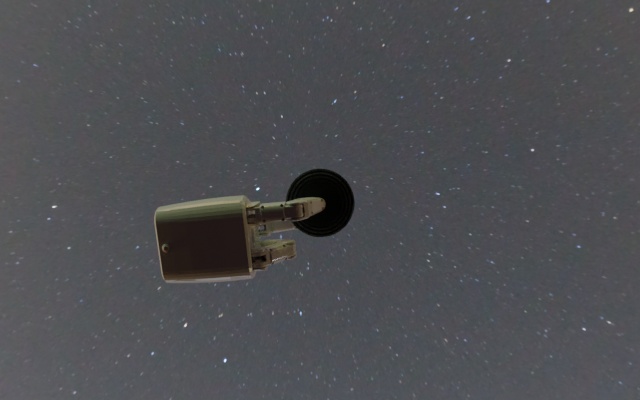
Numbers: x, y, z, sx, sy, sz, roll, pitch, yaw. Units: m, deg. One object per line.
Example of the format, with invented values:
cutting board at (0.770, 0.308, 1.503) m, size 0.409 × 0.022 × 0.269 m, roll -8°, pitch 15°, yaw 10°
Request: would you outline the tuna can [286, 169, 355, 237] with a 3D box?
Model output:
tuna can at (0.000, 0.002, 0.609) m, size 0.086 × 0.086 × 0.034 m, roll 0°, pitch 5°, yaw 2°
